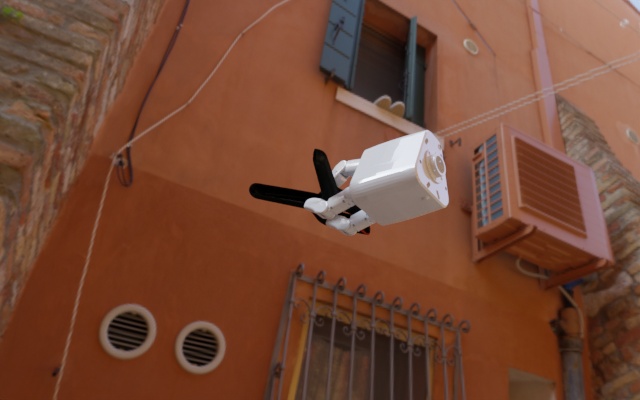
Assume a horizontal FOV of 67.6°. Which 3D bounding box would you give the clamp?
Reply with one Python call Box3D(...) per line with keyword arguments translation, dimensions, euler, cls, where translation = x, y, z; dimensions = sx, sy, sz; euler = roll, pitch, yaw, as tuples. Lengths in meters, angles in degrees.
Box3D(translation=(0.001, 0.002, 0.770), dimensions=(0.164, 0.036, 0.210), euler=(-17, -40, 37), cls="clamp")
